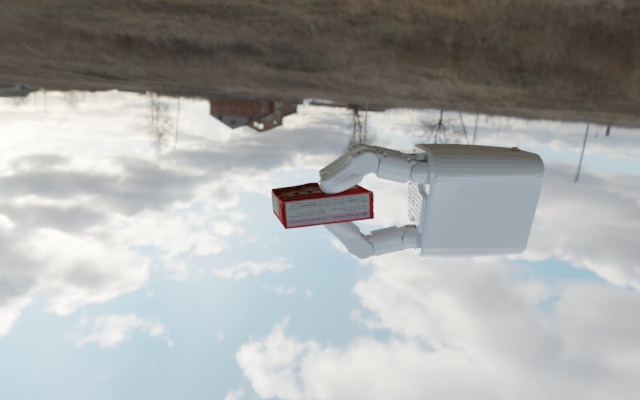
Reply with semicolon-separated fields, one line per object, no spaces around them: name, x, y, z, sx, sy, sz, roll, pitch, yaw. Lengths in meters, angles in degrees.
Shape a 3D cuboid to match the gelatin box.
gelatin box;0.000;0.002;0.473;0.089;0.030;0.073;-7;12;-12
